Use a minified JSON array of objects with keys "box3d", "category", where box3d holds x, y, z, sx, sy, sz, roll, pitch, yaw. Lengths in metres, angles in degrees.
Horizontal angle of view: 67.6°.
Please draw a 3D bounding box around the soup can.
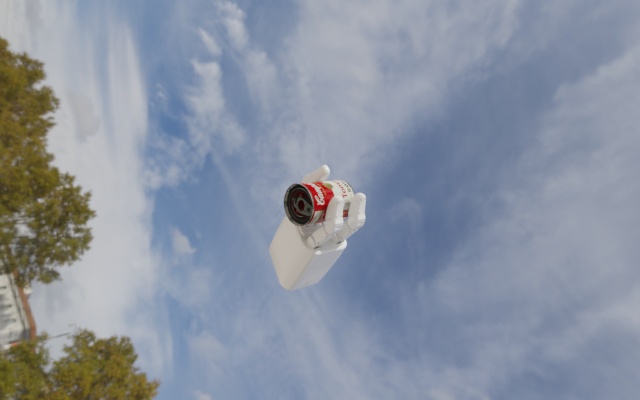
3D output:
[{"box3d":[0.000,0.002,0.783,0.102,0.068,0.068,-7,5,-45],"category":"soup can"}]
